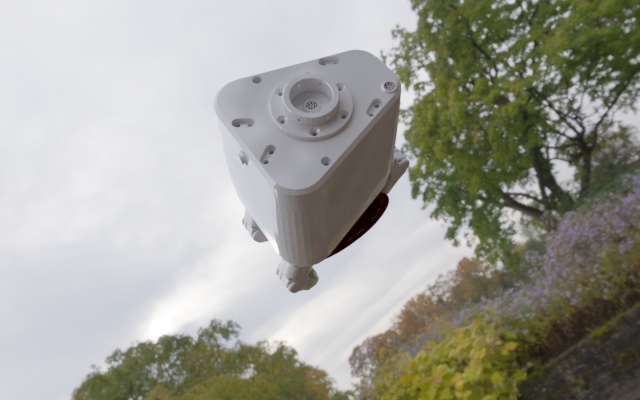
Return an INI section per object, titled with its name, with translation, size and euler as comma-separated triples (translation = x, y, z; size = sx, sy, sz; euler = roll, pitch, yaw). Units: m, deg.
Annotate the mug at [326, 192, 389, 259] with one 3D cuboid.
[mug]
translation = 0.000, 0.002, 0.440
size = 0.093, 0.081, 0.117
euler = -30, -23, -15
